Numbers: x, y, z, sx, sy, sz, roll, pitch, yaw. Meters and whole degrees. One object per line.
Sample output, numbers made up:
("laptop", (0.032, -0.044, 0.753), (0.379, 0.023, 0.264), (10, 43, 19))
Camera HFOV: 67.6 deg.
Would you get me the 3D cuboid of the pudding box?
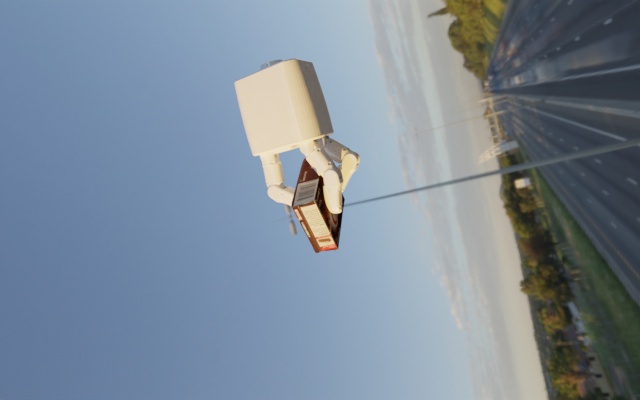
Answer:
("pudding box", (0.000, 0.002, 0.665), (0.039, 0.090, 0.113), (-12, 36, 20))
